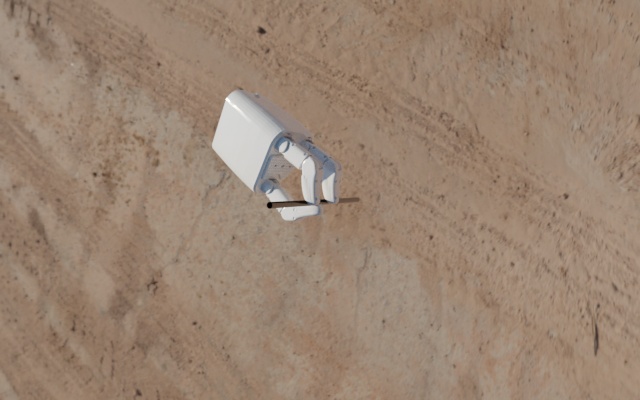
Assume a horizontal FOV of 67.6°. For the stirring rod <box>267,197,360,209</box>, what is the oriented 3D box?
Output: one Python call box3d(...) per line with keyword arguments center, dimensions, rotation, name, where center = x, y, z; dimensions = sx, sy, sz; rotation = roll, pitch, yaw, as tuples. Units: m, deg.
box3d(center=(0.000, 0.002, 0.652), dimensions=(0.011, 0.011, 0.239), rotation=(0, 2, 29), name="stirring rod")
